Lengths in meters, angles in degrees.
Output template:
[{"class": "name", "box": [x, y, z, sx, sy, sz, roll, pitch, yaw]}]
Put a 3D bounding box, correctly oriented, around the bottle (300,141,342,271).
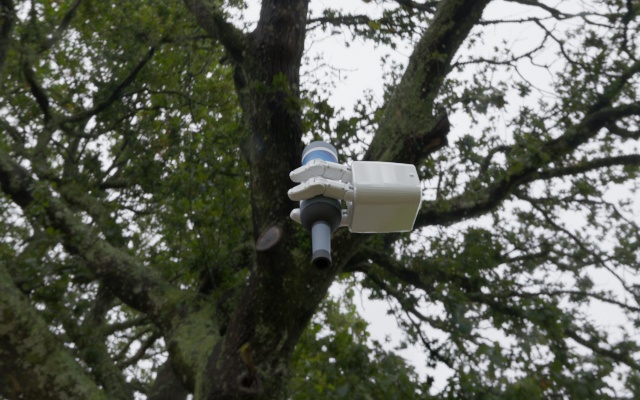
[{"class": "bottle", "box": [0.000, 0.002, 0.781, 0.069, 0.069, 0.295, 0, 36, -1]}]
